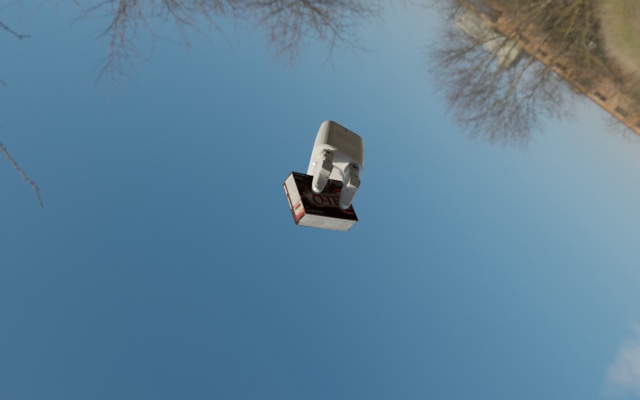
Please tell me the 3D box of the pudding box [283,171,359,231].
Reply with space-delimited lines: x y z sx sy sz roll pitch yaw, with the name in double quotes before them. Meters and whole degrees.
"pudding box" 0.000 0.003 0.808 0.113 0.090 0.039 7 -44 -34
